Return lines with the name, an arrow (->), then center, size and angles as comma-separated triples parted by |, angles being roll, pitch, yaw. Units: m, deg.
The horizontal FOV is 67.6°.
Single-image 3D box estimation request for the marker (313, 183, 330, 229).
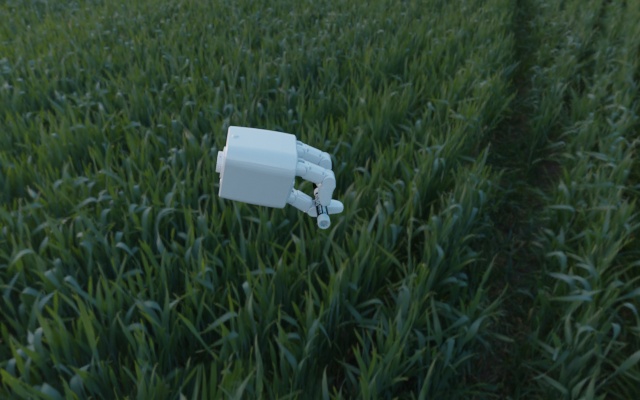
marker -> 0.000, 0.003, 0.779 | 0.020, 0.020, 0.121 | 0, 35, -7
